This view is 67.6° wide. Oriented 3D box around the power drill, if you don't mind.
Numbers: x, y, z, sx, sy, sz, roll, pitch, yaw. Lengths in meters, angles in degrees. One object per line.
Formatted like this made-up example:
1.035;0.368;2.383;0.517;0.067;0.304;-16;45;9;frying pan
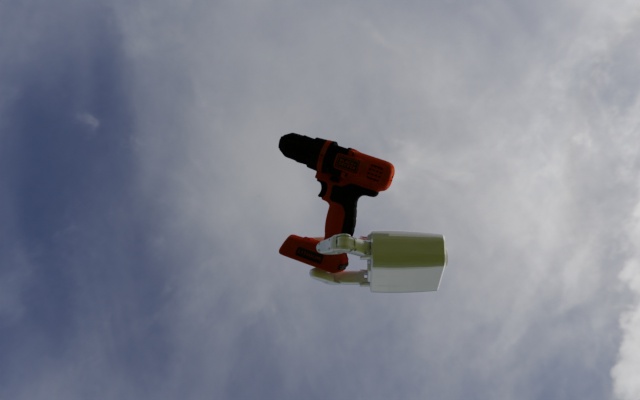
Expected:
0.000;0.003;0.724;0.184;0.187;0.057;19;6;15;power drill
